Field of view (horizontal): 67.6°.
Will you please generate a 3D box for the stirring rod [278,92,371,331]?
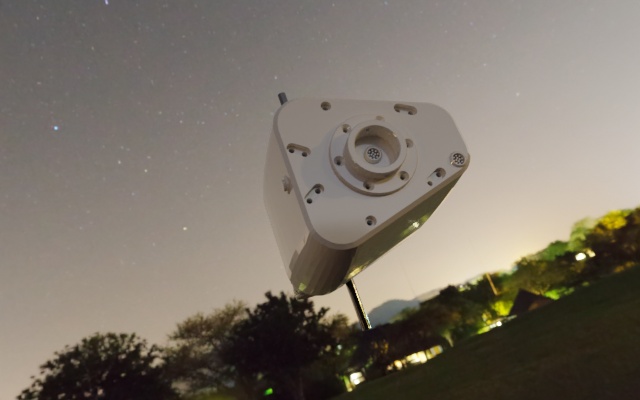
[{"bbox_3d":[0.000,0.001,0.440,0.011,0.239,0.011,-18,-18,-6],"label":"stirring rod"}]
